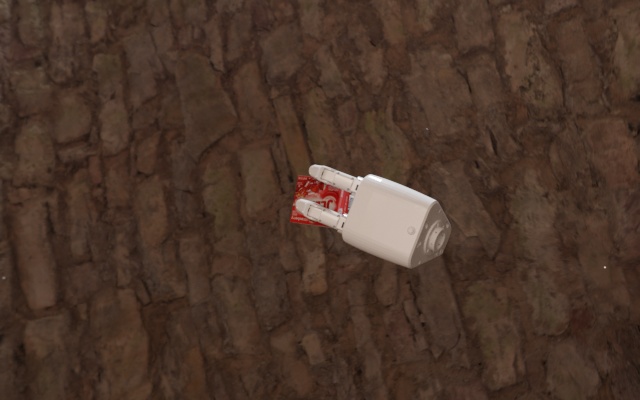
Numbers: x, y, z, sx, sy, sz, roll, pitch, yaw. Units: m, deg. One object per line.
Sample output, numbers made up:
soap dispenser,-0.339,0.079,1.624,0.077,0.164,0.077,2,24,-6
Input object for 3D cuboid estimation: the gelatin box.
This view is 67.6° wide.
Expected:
gelatin box,0.000,0.002,0.717,0.089,0.073,0.030,6,-6,39
